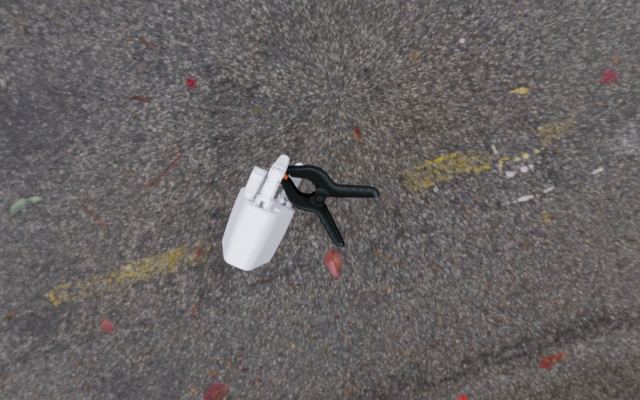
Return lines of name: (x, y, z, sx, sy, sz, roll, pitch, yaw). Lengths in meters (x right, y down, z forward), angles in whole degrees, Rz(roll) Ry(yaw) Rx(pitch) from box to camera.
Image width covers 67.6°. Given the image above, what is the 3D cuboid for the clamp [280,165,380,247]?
clamp: (0.000, 0.003, 0.804, 0.171, 0.120, 0.039, 24, 10, -3)
